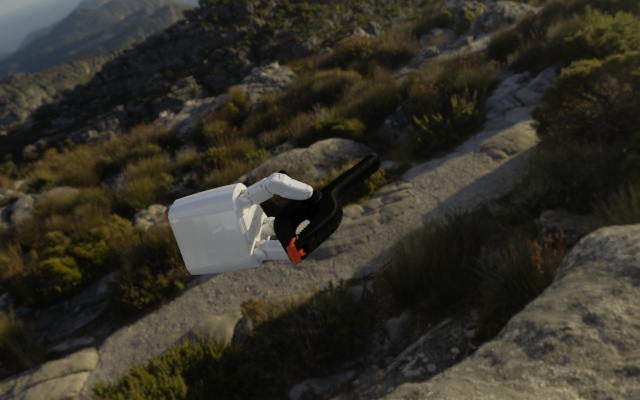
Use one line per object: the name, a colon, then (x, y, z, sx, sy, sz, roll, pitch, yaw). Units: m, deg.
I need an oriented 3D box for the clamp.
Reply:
clamp: (0.000, 0.002, 0.644, 0.164, 0.036, 0.209, -13, 32, 16)
